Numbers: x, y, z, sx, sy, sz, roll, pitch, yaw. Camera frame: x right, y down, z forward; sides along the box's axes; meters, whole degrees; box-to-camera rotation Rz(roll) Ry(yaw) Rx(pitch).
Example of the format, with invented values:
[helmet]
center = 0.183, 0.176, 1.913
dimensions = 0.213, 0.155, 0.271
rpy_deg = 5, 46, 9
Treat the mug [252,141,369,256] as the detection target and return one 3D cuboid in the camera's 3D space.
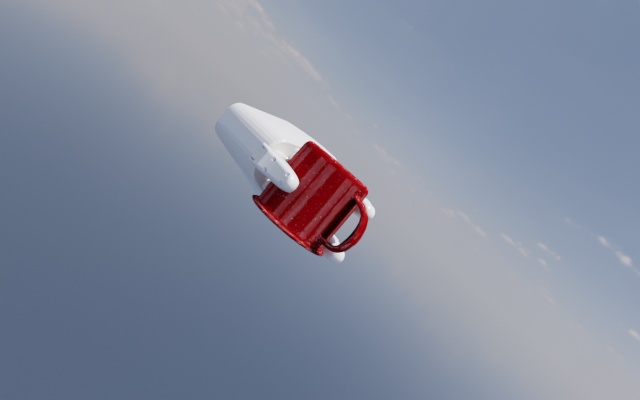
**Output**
[mug]
center = 0.001, 0.002, 0.469
dimensions = 0.117, 0.081, 0.093
rpy_deg = 43, 5, 38
